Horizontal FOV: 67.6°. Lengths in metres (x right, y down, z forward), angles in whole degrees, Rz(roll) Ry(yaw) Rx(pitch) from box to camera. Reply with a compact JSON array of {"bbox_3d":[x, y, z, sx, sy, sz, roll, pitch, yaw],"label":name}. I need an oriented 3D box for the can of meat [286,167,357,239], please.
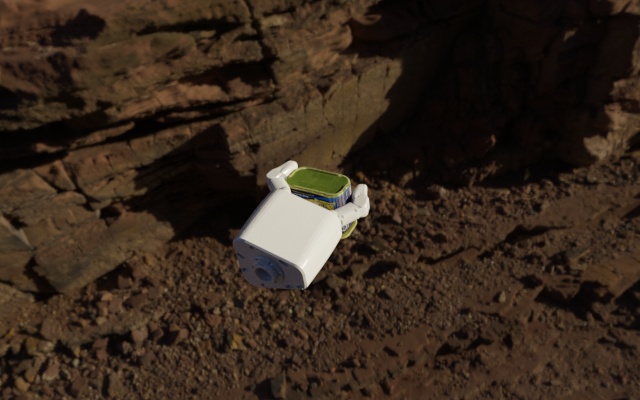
[{"bbox_3d":[0.000,0.002,0.725,0.102,0.084,0.057,14,44,27],"label":"can of meat"}]
